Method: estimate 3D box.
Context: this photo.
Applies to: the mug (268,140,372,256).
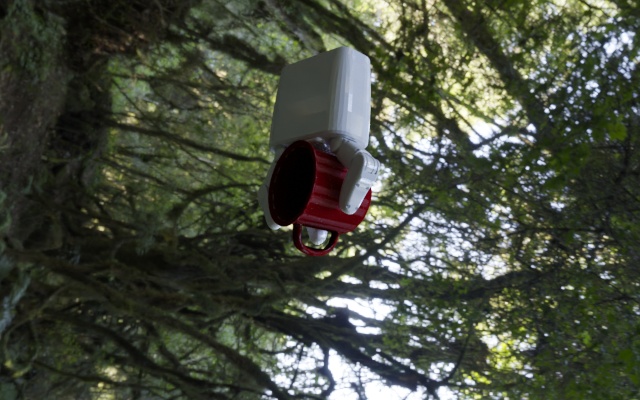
[{"bbox_3d":[0.000,0.003,0.515,0.081,0.117,0.093,15,-17,-33],"label":"mug"}]
